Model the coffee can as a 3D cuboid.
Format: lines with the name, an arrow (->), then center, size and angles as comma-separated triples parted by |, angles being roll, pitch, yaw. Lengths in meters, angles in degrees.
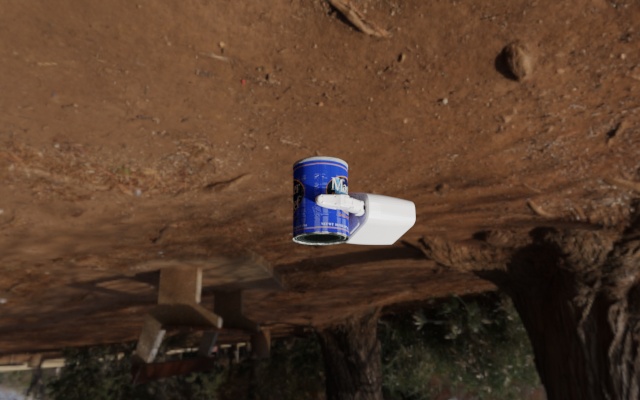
coffee can -> 0.000, 0.003, 0.871 | 0.103, 0.140, 0.103 | 0, -16, 0
